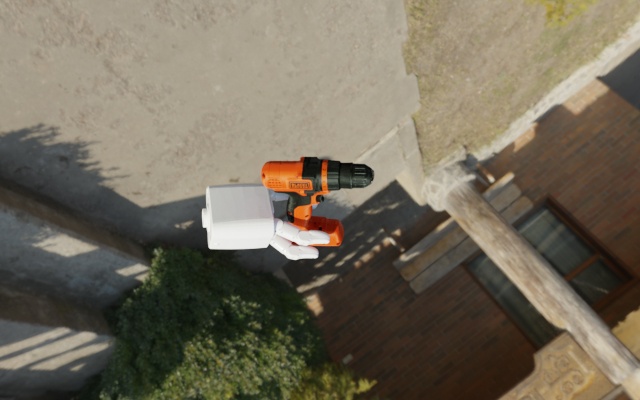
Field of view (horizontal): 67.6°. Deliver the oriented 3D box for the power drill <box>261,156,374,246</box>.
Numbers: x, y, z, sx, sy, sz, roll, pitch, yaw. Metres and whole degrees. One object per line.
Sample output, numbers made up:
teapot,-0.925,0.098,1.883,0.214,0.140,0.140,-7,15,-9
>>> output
power drill,0.000,0.003,0.829,0.184,0.057,0.188,3,-43,8
